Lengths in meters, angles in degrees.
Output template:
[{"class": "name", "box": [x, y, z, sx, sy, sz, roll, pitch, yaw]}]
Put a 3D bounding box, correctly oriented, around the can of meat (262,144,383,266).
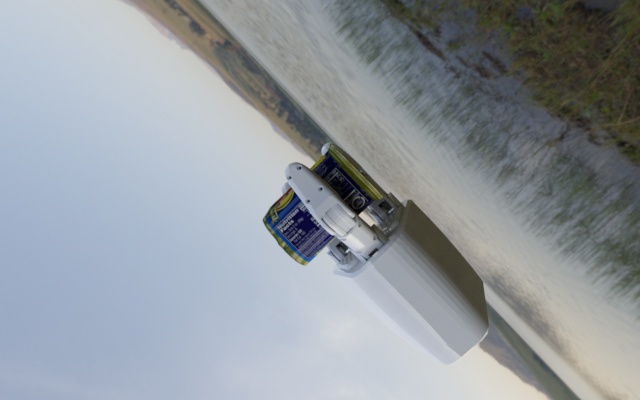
[{"class": "can of meat", "box": [0.000, 0.002, 0.407, 0.084, 0.057, 0.102, -44, 5, 6]}]
